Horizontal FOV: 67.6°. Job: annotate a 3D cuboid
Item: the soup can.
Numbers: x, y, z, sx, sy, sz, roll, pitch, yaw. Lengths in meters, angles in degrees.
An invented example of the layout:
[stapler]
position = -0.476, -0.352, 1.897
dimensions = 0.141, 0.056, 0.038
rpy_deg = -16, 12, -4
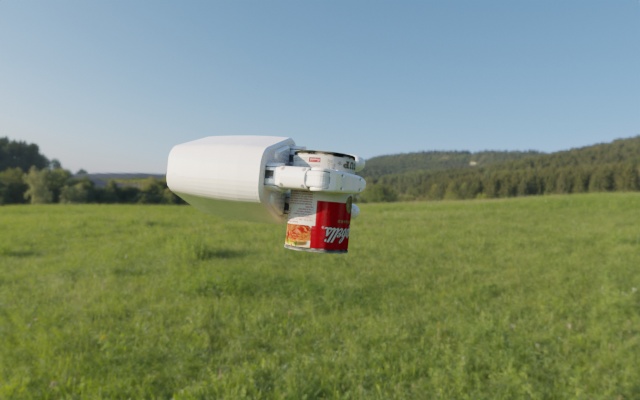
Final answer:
[soup can]
position = 0.001, 0.001, 0.507
dimensions = 0.068, 0.102, 0.068
rpy_deg = 5, -1, 0
